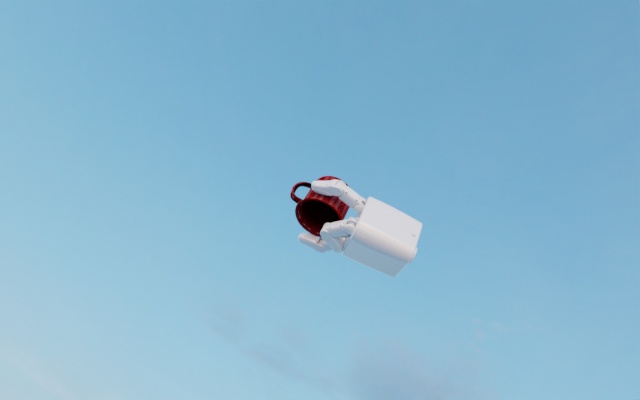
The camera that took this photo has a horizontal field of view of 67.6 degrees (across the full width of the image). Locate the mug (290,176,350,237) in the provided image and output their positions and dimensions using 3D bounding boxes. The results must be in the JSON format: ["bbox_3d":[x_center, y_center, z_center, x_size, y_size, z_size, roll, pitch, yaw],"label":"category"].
[{"bbox_3d":[-0.001,0.002,0.887,0.117,0.093,0.081,26,45,4],"label":"mug"}]
